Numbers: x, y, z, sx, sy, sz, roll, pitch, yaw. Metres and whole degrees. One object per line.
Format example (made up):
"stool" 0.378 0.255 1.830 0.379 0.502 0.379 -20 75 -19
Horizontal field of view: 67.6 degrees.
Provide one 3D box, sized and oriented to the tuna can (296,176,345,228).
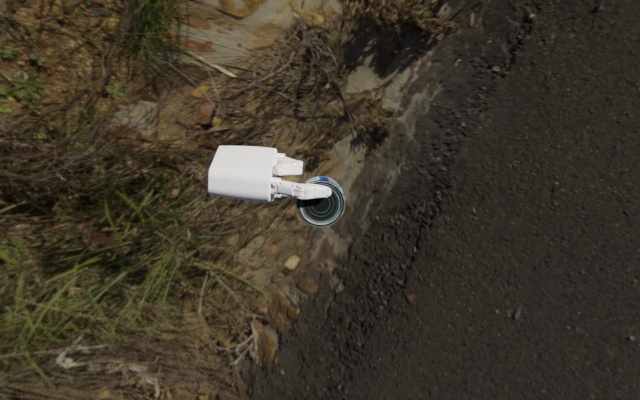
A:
"tuna can" 0.000 0.003 0.828 0.086 0.086 0.033 0 15 -3
